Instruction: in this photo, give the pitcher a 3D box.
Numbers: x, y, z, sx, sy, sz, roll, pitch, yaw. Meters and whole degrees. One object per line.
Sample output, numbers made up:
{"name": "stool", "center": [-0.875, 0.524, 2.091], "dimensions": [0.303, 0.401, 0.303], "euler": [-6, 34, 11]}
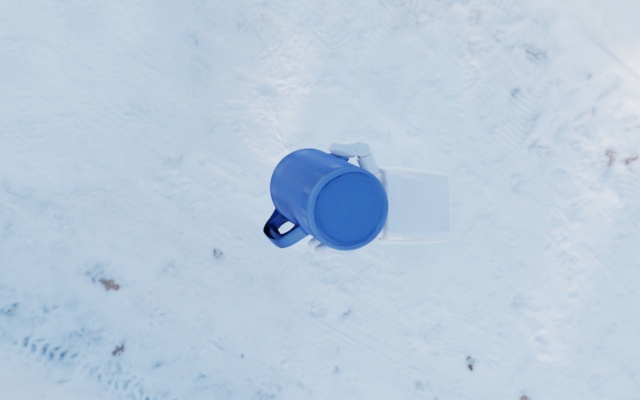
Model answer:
{"name": "pitcher", "center": [0.000, 0.002, 0.700], "dimensions": [0.145, 0.149, 0.243], "euler": [2, 8, -14]}
